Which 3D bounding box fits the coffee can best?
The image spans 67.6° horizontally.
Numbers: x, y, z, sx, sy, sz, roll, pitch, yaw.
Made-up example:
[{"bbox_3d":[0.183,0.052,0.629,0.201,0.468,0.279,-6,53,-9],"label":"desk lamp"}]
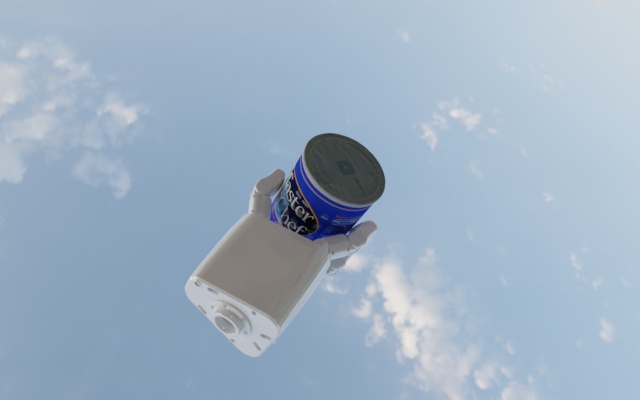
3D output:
[{"bbox_3d":[0.000,0.002,0.584,0.103,0.102,0.140,0,-35,-30],"label":"coffee can"}]
